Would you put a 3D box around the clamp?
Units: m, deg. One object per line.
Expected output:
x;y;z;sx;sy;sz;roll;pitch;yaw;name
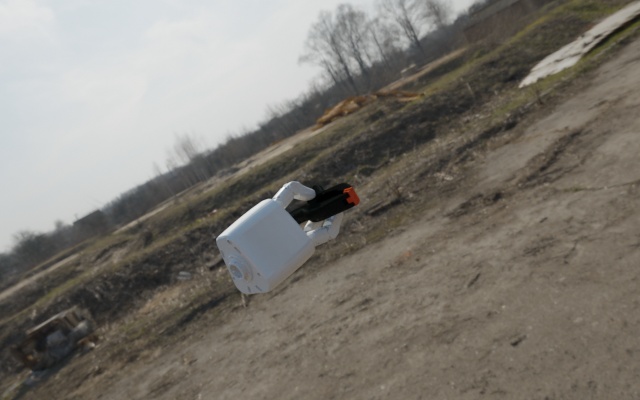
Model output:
0.000;0.002;0.843;0.210;0.036;0.164;-18;20;48;clamp
